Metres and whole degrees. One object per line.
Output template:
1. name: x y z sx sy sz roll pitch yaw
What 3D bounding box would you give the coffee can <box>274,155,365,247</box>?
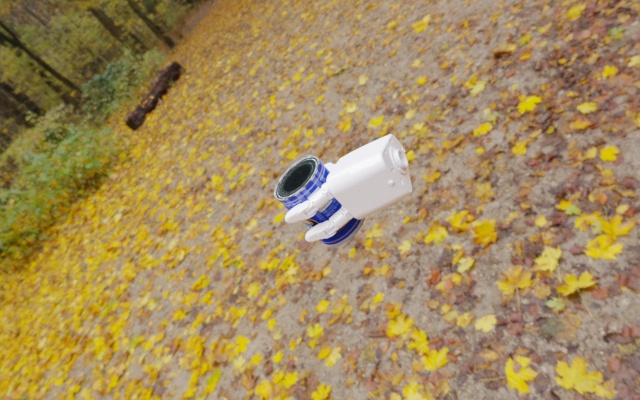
1. coffee can: 0.000 0.003 0.866 0.140 0.102 0.103 45 -25 -28
